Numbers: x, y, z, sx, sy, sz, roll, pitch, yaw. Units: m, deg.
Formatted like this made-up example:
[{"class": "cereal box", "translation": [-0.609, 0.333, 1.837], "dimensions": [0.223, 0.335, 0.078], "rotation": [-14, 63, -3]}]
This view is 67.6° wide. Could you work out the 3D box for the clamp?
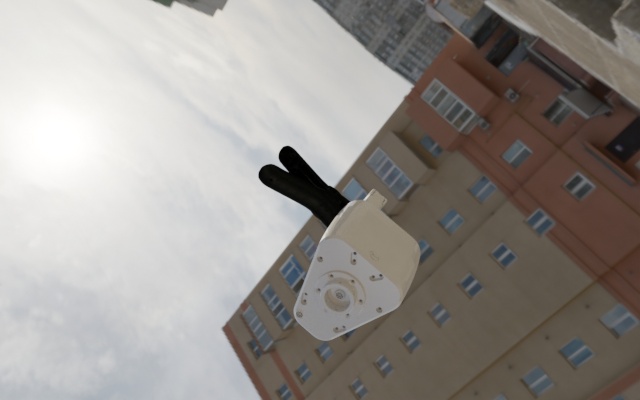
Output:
[{"class": "clamp", "translation": [0.000, 0.002, 0.562], "dimensions": [0.171, 0.039, 0.120], "rotation": [40, 24, 3]}]
